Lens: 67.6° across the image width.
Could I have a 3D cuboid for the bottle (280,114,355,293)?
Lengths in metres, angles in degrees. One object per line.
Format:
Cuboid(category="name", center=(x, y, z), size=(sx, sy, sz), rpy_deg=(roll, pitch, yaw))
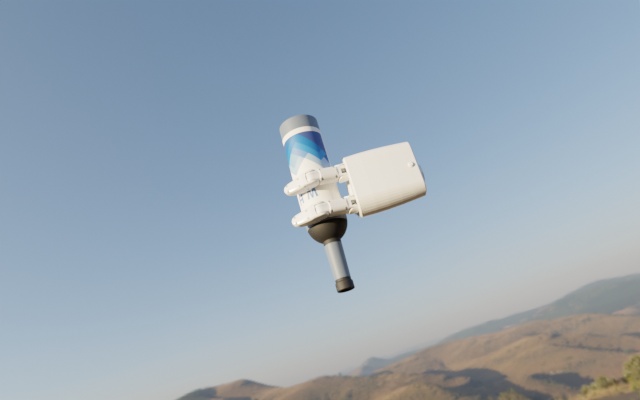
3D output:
Cuboid(category="bottle", center=(0.000, 0.002, 0.764), size=(0.069, 0.295, 0.069), rpy_deg=(-14, -22, -6))
